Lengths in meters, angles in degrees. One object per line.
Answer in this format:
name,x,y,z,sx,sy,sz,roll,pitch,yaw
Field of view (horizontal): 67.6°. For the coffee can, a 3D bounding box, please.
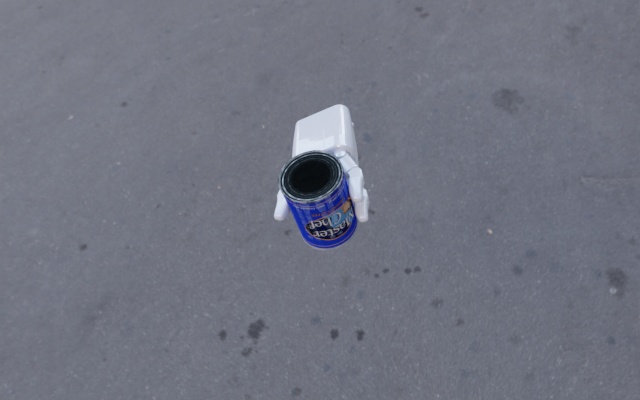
coffee can,0.000,0.003,0.775,0.103,0.102,0.140,0,-36,16
